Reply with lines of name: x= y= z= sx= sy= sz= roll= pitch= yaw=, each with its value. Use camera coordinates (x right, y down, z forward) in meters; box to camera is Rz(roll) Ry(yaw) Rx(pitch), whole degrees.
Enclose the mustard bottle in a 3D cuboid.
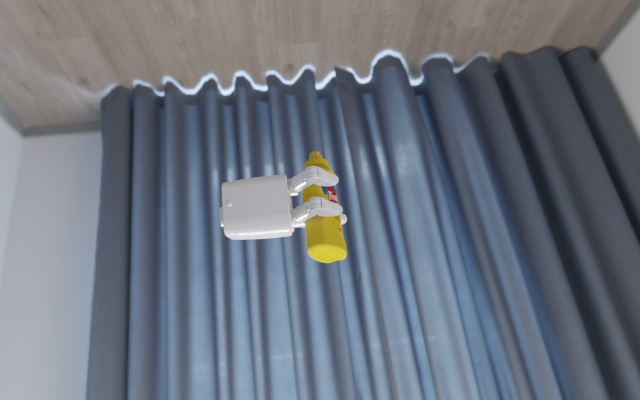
mustard bottle: x=0.000 y=0.003 z=0.806 sx=0.058 sy=0.191 sz=0.096 roll=-16 pitch=-26 yaw=18
